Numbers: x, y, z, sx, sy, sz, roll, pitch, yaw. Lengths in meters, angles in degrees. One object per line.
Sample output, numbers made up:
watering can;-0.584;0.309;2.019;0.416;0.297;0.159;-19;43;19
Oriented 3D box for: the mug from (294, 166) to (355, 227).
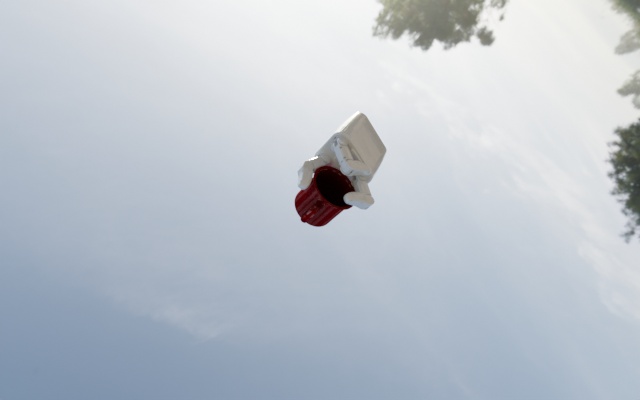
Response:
mug;-0.001;0.004;0.872;0.081;0.093;0.117;-43;7;42
